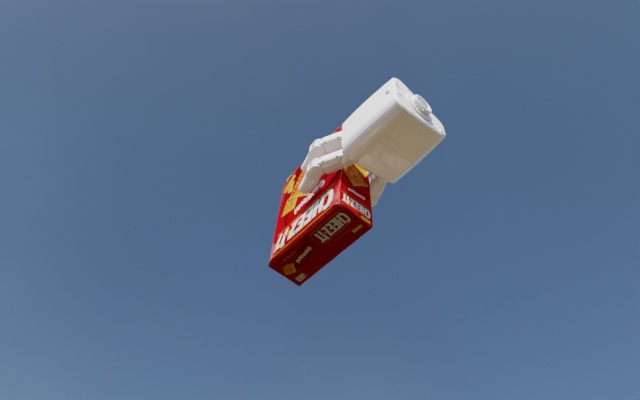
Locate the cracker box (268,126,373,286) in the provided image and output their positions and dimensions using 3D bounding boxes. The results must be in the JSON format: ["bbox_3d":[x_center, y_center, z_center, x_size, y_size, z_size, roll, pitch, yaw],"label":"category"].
[{"bbox_3d":[0.000,0.002,0.758,0.072,0.213,0.164,35,-58,-21],"label":"cracker box"}]
